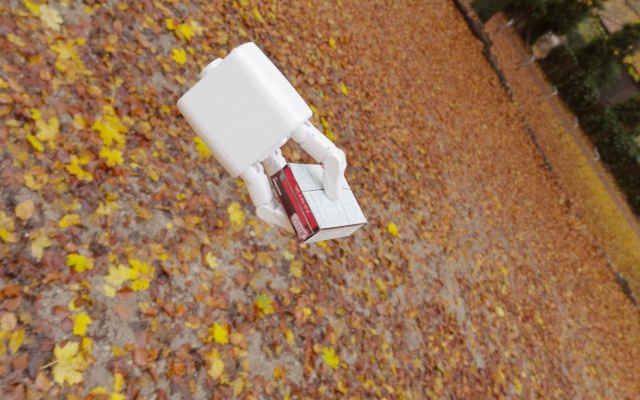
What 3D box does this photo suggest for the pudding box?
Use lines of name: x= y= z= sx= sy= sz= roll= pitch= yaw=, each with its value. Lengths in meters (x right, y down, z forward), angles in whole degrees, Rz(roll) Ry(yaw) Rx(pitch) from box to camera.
pudding box: x=0.000 y=0.002 z=0.580 sx=0.039 sy=0.090 sz=0.113 roll=-35 pitch=-18 yaw=32
